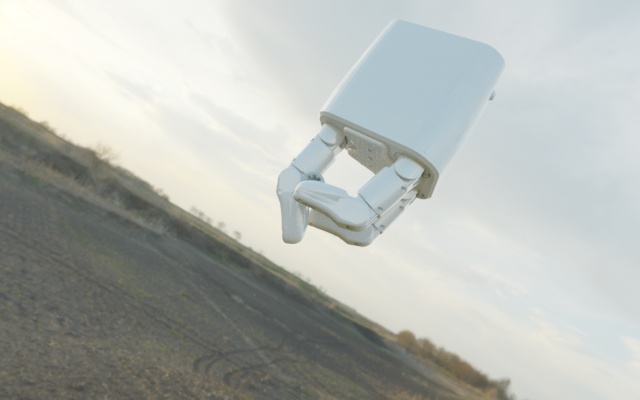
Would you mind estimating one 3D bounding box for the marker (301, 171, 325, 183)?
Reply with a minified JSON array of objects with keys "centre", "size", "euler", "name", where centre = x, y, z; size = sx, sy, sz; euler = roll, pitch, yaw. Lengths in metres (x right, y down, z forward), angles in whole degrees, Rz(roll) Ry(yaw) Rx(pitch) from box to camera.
[{"centre":[0.000,0.001,0.423],"size":[0.020,0.020,0.121],"euler":[0,-15,6],"name":"marker"}]
